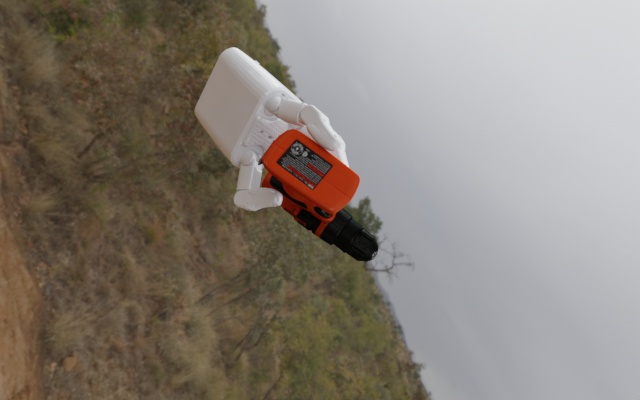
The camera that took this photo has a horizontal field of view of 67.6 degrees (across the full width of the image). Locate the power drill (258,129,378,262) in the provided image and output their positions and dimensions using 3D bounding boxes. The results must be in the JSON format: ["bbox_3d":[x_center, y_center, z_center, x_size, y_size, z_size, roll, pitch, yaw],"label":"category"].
[{"bbox_3d":[0.000,0.002,0.580,0.184,0.057,0.188,35,-15,8],"label":"power drill"}]
